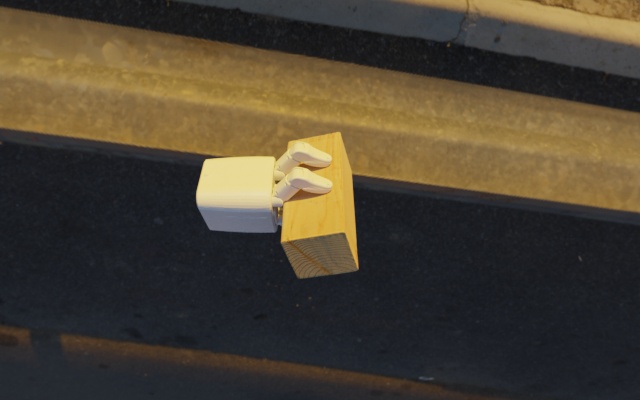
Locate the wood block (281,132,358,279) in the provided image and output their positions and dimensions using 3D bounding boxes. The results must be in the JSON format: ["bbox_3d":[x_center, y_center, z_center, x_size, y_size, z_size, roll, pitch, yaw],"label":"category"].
[{"bbox_3d":[0.000,0.003,0.716,0.090,0.206,0.091,-10,-44,10],"label":"wood block"}]
